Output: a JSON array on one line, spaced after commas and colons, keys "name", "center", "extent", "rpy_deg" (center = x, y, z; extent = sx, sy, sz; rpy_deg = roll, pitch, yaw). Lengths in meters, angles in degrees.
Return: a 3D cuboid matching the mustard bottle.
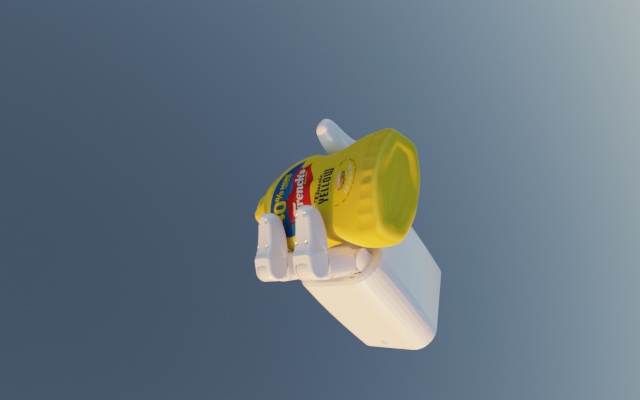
[{"name": "mustard bottle", "center": [0.000, 0.001, 0.448], "extent": [0.058, 0.096, 0.191], "rpy_deg": [25, -25, -36]}]
